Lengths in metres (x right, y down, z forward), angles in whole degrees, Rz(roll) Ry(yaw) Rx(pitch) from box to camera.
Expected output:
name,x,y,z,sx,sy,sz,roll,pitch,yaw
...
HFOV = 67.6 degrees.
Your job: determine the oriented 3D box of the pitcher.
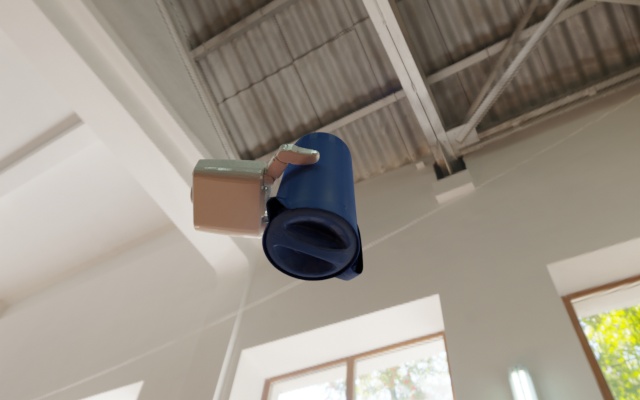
name,x,y,z,sx,sy,sz,roll,pitch,yaw
pitcher,0.000,0.002,0.741,0.145,0.149,0.242,5,36,1
